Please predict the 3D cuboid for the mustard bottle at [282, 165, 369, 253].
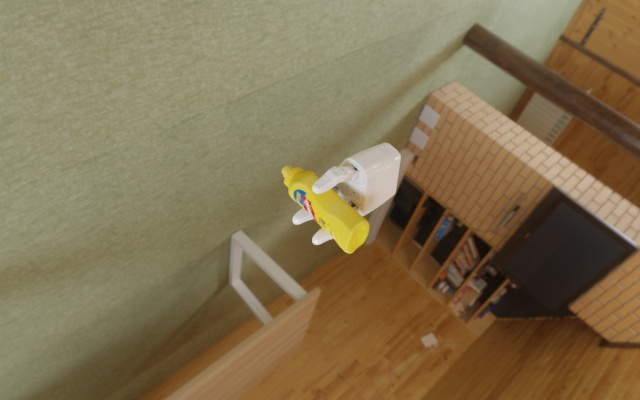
[{"bbox_3d":[0.000,0.003,0.832,0.058,0.191,0.096,-40,-23,-14],"label":"mustard bottle"}]
